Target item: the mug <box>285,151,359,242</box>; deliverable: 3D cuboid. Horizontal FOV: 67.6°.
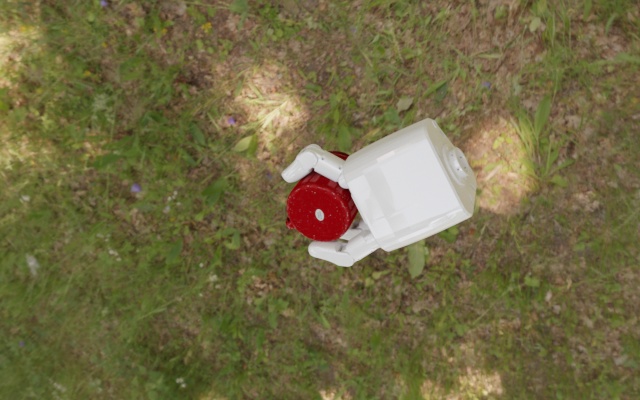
[{"bbox_3d":[-0.001,0.003,0.597,0.117,0.093,0.081,-28,16,33],"label":"mug"}]
